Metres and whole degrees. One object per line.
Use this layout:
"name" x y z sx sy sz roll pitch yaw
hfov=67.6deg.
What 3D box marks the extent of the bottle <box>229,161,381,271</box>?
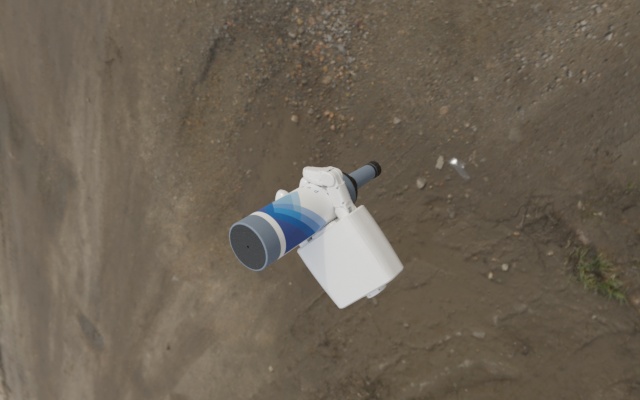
"bottle" 0.000 0.002 0.687 0.069 0.069 0.295 0 22 41
